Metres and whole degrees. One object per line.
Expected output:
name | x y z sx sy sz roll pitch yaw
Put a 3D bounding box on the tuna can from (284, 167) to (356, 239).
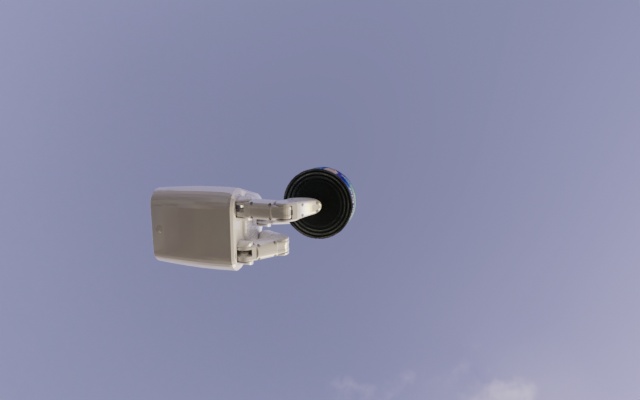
tuna can | 0.000 0.002 0.587 0.086 0.086 0.033 0 9 15
